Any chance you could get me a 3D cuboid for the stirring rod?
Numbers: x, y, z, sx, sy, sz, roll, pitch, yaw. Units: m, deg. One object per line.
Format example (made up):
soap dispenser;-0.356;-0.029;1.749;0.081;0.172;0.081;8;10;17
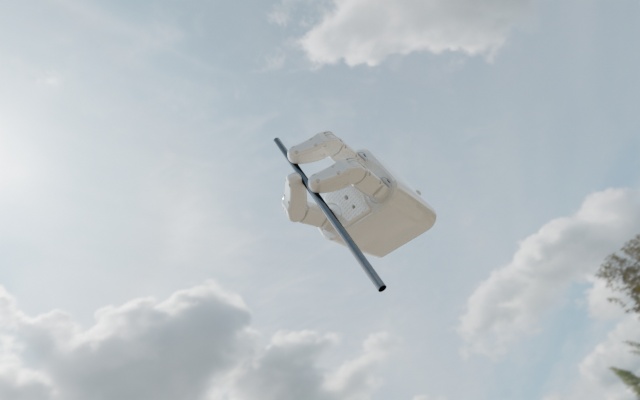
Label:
stirring rod;0.000;0.002;0.480;0.011;0.011;0.239;0;37;-33
